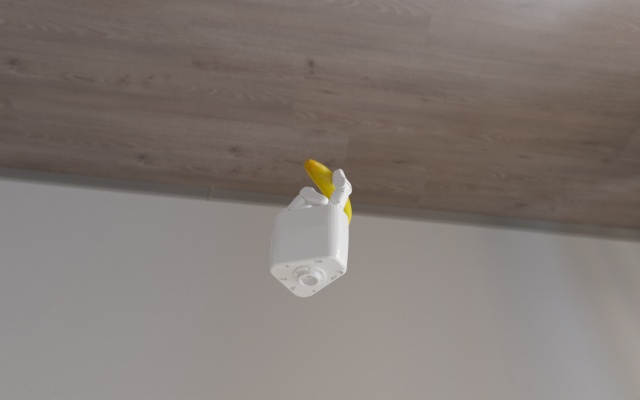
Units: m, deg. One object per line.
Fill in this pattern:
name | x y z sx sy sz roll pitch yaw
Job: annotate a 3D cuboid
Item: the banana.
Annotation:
banana | 0.019 0.004 0.866 0.069 0.198 0.037 -5 44 7
